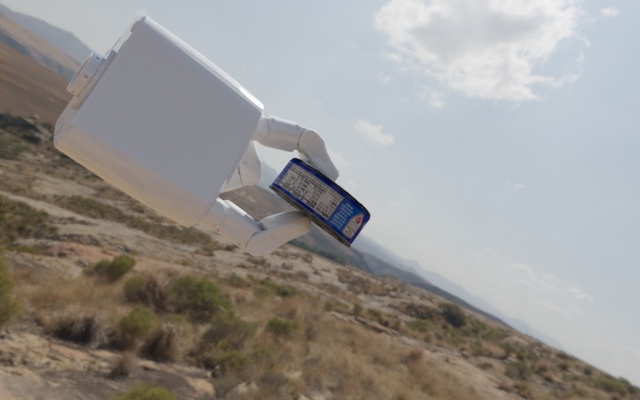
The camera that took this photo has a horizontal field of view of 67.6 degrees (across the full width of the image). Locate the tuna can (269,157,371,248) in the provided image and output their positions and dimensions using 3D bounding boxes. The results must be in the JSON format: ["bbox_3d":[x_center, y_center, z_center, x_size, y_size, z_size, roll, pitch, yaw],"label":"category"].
[{"bbox_3d":[0.000,0.001,0.405,0.086,0.034,0.086,37,-4,3],"label":"tuna can"}]
